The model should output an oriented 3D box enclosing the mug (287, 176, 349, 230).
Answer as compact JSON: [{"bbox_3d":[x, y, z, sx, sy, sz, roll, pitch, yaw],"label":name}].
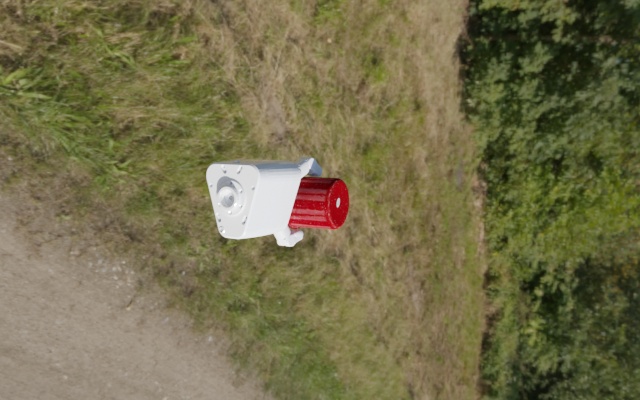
[{"bbox_3d":[0.001,0.003,0.780,0.081,0.093,0.117,3,6,28],"label":"mug"}]
